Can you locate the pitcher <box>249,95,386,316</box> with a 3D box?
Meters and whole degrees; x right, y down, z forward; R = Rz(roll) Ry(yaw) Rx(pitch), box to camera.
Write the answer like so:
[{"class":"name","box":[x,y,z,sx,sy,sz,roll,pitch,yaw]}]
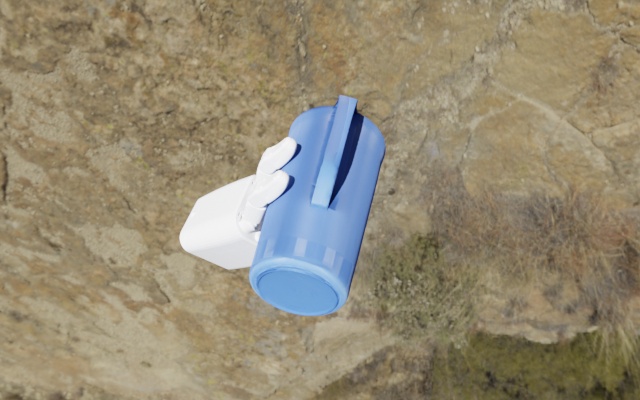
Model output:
[{"class":"pitcher","box":[0.000,0.002,0.568,0.145,0.242,0.149,-17,-50,32]}]
